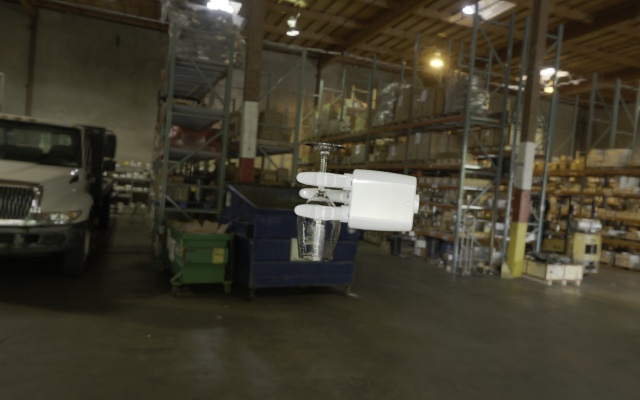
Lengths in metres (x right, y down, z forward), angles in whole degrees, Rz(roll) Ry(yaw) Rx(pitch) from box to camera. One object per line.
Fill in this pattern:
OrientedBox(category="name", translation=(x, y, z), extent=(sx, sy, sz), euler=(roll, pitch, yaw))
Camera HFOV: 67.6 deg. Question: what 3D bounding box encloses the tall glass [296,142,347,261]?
OrientedBox(category="tall glass", translation=(0.000, 0.002, 0.836), extent=(0.079, 0.201, 0.079), euler=(5, 2, 0))
